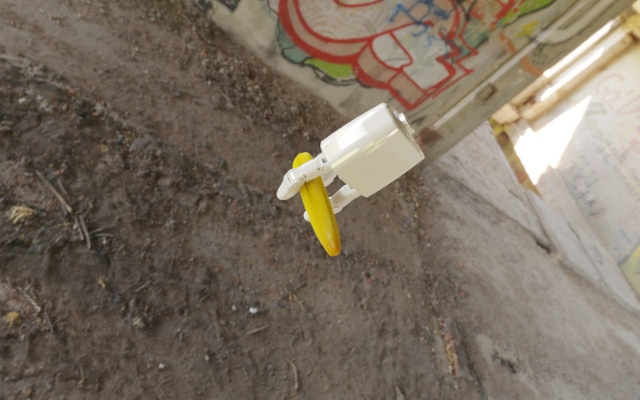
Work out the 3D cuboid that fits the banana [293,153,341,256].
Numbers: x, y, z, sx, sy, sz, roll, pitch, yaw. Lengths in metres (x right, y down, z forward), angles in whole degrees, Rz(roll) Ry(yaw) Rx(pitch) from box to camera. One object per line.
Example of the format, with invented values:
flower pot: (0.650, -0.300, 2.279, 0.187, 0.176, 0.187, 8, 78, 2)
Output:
banana: (-0.008, -0.011, 0.706, 0.037, 0.197, 0.070, -25, -42, 8)
